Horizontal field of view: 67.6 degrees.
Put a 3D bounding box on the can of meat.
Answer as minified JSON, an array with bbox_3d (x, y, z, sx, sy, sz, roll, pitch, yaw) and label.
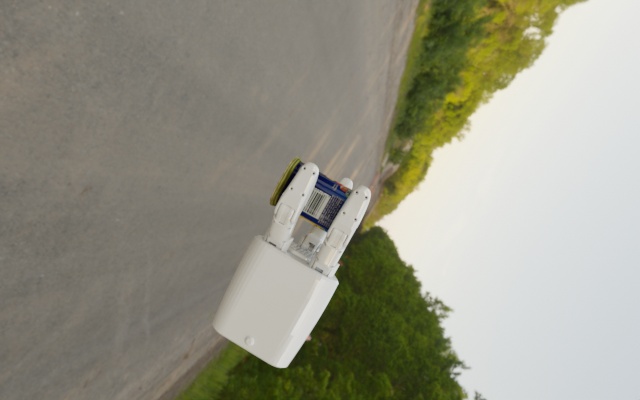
[{"bbox_3d":[0.000,0.002,0.519,0.084,0.057,0.102,29,-1,6],"label":"can of meat"}]
